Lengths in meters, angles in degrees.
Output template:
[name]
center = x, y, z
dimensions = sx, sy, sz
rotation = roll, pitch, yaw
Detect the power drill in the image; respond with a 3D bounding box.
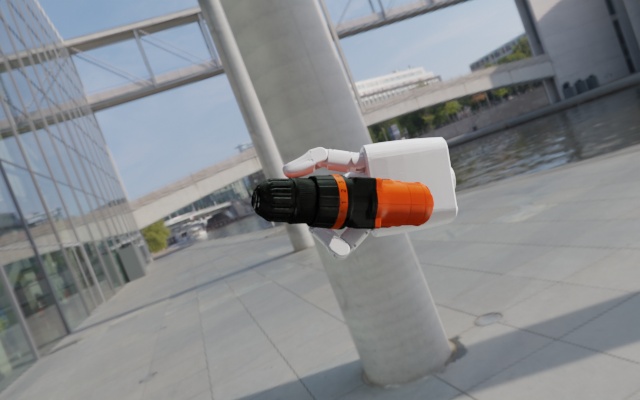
[power drill]
center = 0.000, 0.002, 0.522
dimensions = 0.184, 0.057, 0.187
rotation = 4, 1, -21
